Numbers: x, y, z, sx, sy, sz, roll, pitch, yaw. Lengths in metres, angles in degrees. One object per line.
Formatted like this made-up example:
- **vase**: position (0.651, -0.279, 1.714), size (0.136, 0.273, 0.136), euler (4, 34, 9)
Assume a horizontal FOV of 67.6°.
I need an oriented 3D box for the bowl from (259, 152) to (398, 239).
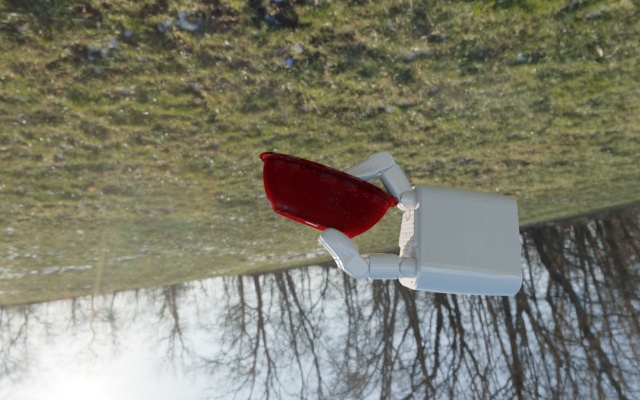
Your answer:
- **bowl**: position (-0.001, 0.002, 0.526), size (0.162, 0.055, 0.162), euler (20, -6, 2)
